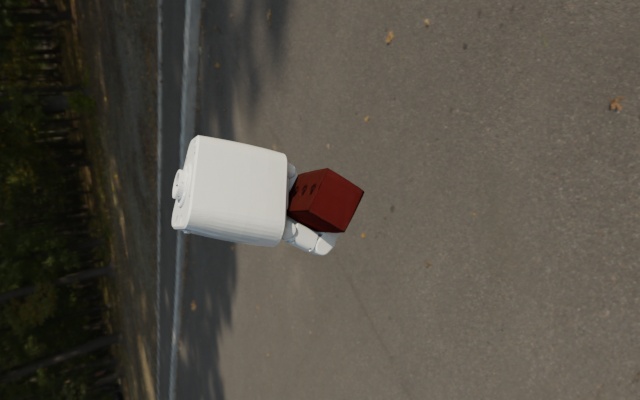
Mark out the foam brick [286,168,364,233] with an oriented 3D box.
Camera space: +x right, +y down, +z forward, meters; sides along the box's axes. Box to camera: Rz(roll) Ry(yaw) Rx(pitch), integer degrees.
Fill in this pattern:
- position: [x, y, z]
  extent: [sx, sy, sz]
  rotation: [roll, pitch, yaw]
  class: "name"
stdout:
- position: [0.000, 0.002, 0.533]
  extent: [0.051, 0.053, 0.078]
  rotation: [33, -17, -22]
  class: "foam brick"
